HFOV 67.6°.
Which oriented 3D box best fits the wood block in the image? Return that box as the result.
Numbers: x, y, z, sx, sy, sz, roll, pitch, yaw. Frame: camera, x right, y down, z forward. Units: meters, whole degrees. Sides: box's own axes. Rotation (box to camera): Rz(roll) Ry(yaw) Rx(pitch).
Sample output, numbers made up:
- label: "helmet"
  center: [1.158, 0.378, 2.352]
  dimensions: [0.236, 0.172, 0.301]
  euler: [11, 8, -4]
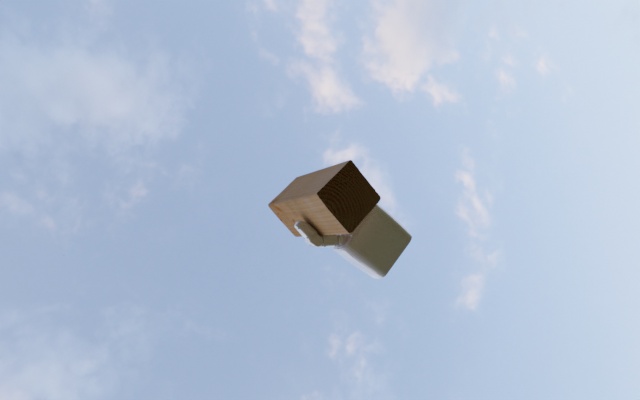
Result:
- label: "wood block"
  center: [0.000, 0.003, 0.862]
  dimensions: [0.090, 0.090, 0.206]
  euler: [-47, 16, -24]
